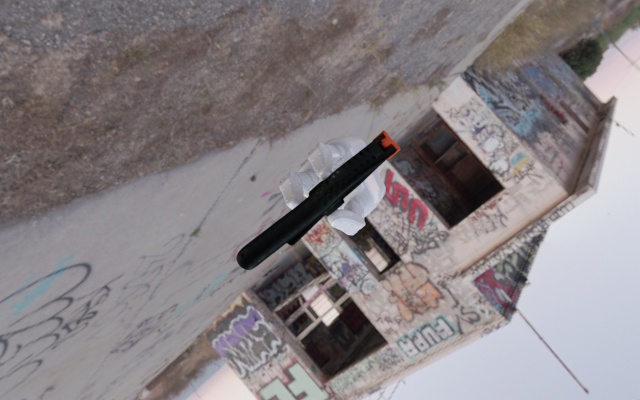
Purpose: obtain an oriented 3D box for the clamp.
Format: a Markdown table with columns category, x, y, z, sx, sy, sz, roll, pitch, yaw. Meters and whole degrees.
| category | x | y | z | sx | sy | sz | roll | pitch | yaw |
| --- | --- | --- | --- | --- | --- | --- | --- | --- | --- |
| clamp | 0.001 | 0.002 | 0.545 | 0.210 | 0.036 | 0.164 | -42 | -5 | 21 |
